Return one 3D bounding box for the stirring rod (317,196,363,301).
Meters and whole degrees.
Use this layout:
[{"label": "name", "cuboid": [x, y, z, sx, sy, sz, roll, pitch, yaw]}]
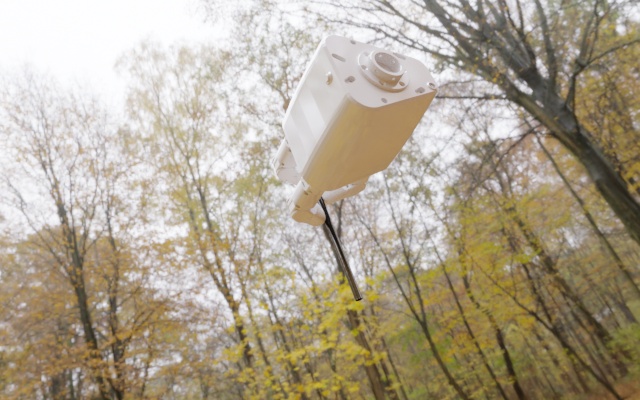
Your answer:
[{"label": "stirring rod", "cuboid": [0.000, 0.002, 0.538, 0.011, 0.239, 0.011, -16, -29, -9]}]
